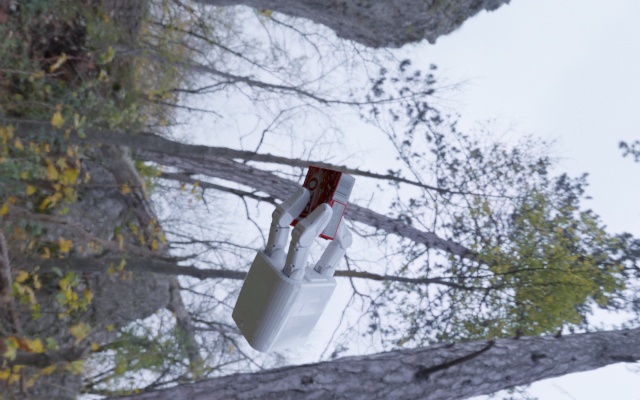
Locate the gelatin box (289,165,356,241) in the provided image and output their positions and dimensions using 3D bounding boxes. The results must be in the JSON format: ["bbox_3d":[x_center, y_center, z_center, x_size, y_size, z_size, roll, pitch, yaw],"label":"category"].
[{"bbox_3d":[0.001,0.002,0.633,0.030,0.089,0.073,23,-4,-37],"label":"gelatin box"}]
